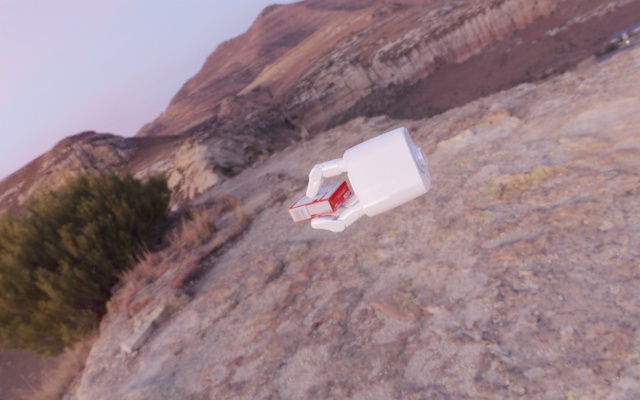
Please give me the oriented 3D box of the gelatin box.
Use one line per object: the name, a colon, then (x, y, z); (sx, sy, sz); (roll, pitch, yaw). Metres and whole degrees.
gelatin box: (0.000, 0.002, 0.828); (0.089, 0.030, 0.073); (-15, 18, 33)
